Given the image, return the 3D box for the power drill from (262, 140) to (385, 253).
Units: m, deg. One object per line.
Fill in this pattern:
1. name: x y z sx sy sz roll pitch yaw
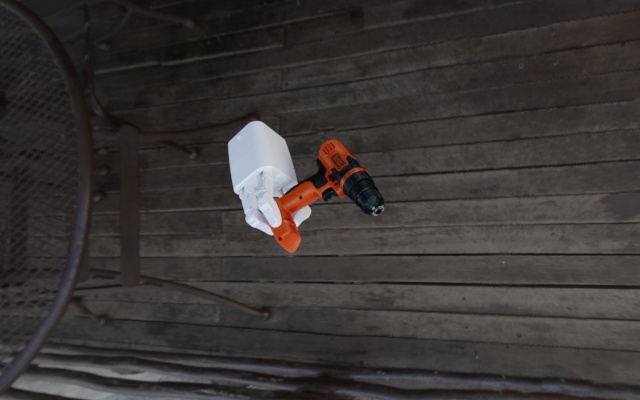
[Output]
1. power drill: 0.000 0.003 0.809 0.057 0.187 0.184 48 6 -46
